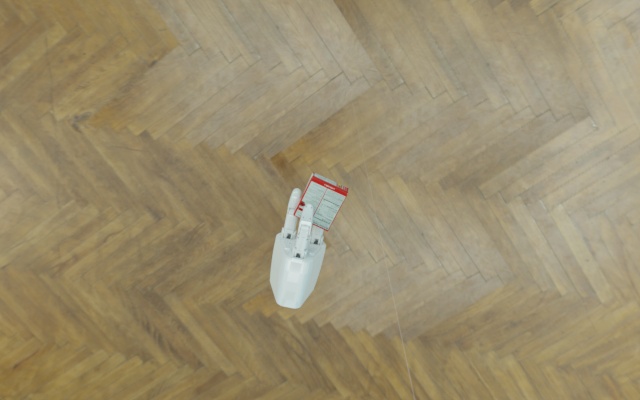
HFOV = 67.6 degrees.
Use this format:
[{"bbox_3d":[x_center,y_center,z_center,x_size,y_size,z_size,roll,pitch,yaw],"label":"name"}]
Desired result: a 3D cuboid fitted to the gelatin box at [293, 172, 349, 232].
[{"bbox_3d":[0.000,0.003,0.880,0.073,0.089,0.030,24,23,-6],"label":"gelatin box"}]
